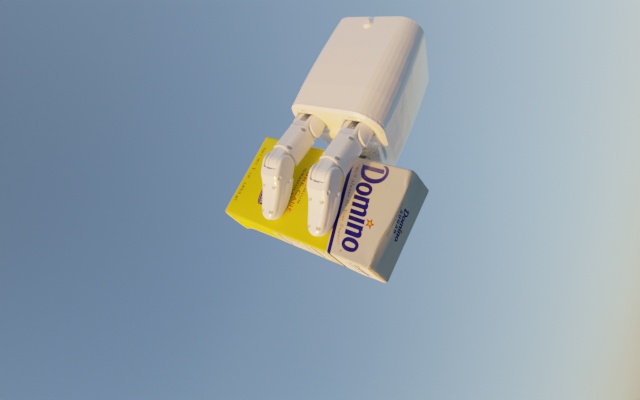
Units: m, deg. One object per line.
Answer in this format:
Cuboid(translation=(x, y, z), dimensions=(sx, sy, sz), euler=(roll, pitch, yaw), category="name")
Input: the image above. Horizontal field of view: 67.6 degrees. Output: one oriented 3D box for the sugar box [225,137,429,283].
Cuboid(translation=(0.000, 0.001, 0.444), dimensions=(0.176, 0.093, 0.048), euler=(16, -16, 39), category="sugar box")
